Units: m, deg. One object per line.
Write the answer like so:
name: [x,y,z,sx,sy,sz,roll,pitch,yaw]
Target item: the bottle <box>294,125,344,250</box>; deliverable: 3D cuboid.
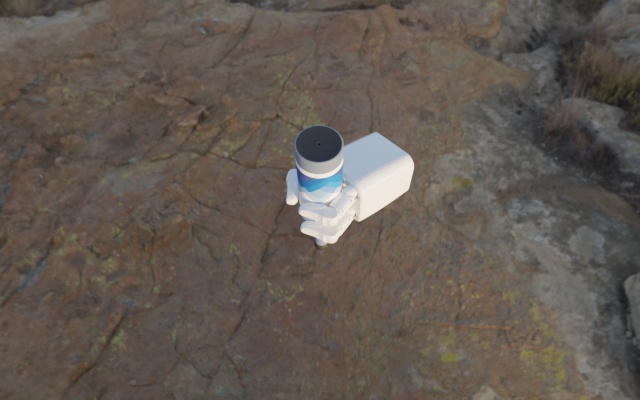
bottle: [0.000,0.002,0.762,0.069,0.069,0.296,0,-32,1]
